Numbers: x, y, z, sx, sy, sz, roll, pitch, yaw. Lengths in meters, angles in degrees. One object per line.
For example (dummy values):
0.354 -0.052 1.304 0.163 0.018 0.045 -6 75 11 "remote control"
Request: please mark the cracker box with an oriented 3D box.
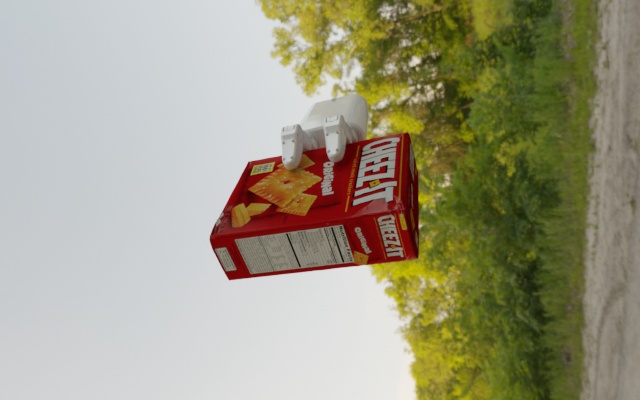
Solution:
0.000 0.002 0.547 0.214 0.072 0.164 -9 33 17 "cracker box"
